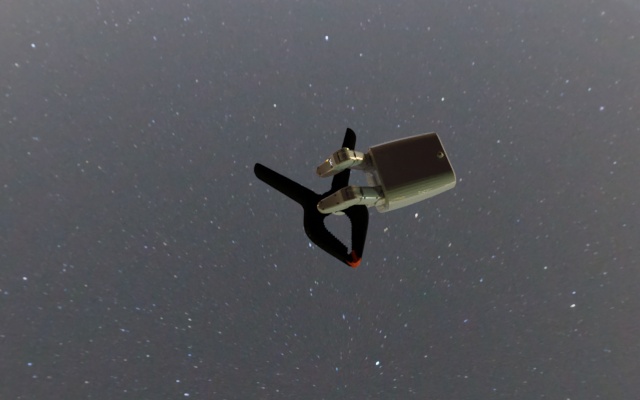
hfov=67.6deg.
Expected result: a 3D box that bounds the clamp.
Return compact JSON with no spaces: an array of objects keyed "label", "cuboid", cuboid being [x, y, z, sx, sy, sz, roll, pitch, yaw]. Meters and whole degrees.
[{"label":"clamp","cuboid":[0.001,0.003,0.696,0.164,0.210,0.036,-16,-22,-3]}]
